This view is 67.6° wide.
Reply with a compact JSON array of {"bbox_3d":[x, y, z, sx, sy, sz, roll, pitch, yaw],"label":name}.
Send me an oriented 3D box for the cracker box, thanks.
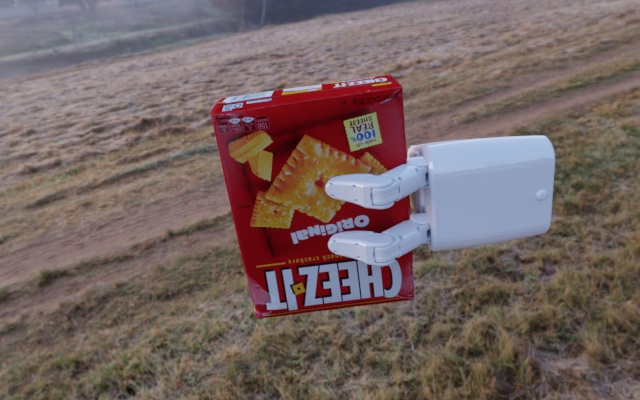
[{"bbox_3d":[0.000,0.001,0.457,0.164,0.214,0.072,-7,23,2],"label":"cracker box"}]
